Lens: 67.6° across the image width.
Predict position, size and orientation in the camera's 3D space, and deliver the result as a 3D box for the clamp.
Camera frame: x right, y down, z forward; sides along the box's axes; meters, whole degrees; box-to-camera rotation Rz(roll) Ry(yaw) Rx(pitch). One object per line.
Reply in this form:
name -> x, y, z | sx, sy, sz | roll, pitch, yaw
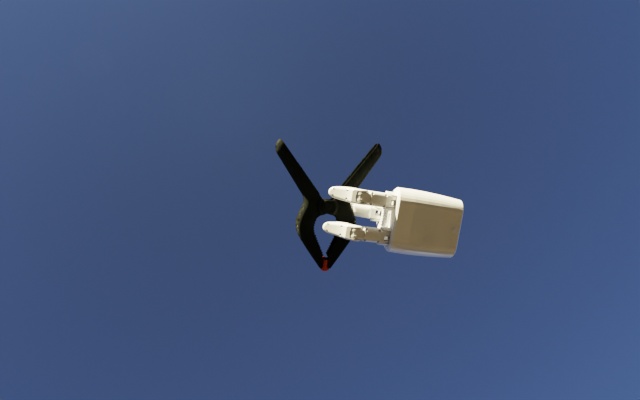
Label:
clamp -> 0.000, 0.003, 0.745 | 0.164, 0.210, 0.036 | 9, 4, -5
